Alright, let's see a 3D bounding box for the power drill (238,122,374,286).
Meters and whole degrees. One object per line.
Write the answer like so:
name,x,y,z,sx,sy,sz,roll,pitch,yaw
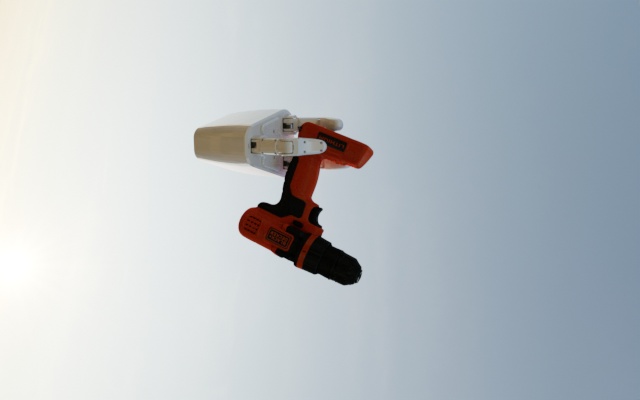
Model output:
power drill,0.000,0.002,0.647,0.184,0.187,0.057,25,-2,12
